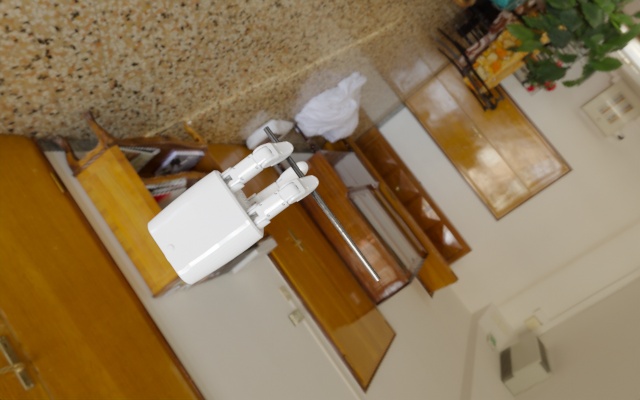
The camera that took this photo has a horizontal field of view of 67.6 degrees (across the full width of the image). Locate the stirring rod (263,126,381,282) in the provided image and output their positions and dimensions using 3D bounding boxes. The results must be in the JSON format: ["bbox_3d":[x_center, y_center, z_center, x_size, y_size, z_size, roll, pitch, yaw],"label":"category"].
[{"bbox_3d":[0.000,0.002,0.602,0.011,0.239,0.011,-36,-8,-6],"label":"stirring rod"}]
